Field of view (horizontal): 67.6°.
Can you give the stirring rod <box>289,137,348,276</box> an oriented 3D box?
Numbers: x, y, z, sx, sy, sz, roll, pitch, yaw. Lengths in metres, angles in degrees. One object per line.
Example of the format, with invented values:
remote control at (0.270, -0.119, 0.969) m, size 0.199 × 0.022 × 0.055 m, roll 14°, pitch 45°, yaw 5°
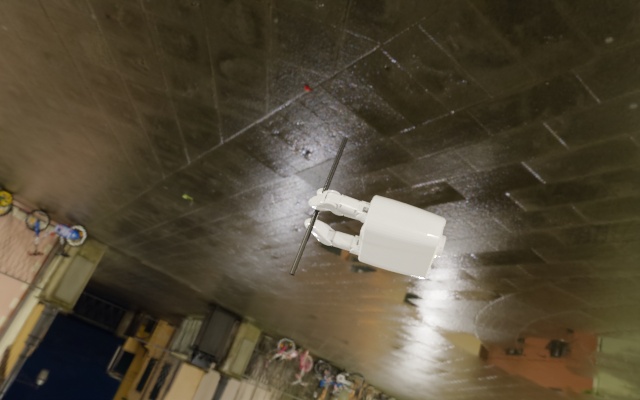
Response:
stirring rod at (0.000, 0.002, 0.726) m, size 0.011 × 0.239 × 0.011 m, roll 18°, pitch -23°, yaw 8°
